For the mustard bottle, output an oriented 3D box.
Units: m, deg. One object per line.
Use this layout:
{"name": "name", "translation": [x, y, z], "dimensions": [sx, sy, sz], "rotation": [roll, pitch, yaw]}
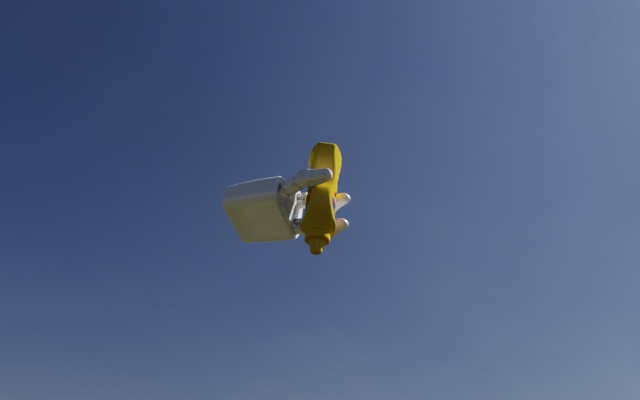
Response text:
{"name": "mustard bottle", "translation": [0.000, 0.002, 0.800], "dimensions": [0.058, 0.191, 0.096], "rotation": [7, -34, -1]}
